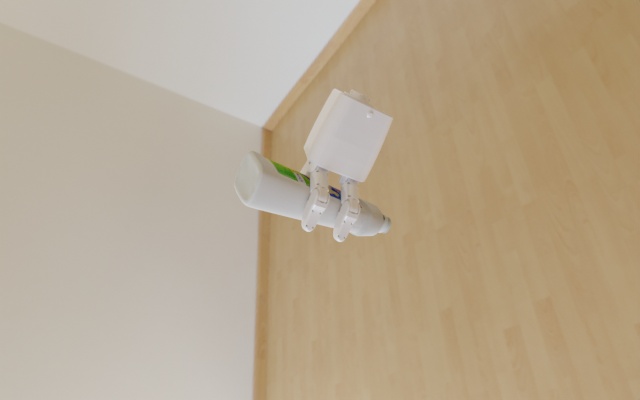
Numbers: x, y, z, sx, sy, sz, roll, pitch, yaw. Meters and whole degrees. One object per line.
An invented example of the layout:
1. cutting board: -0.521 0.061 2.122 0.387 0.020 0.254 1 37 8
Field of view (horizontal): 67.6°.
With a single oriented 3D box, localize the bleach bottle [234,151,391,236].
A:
1. bleach bottle: 0.000 0.002 0.734 0.251 0.068 0.102 18 15 -29
